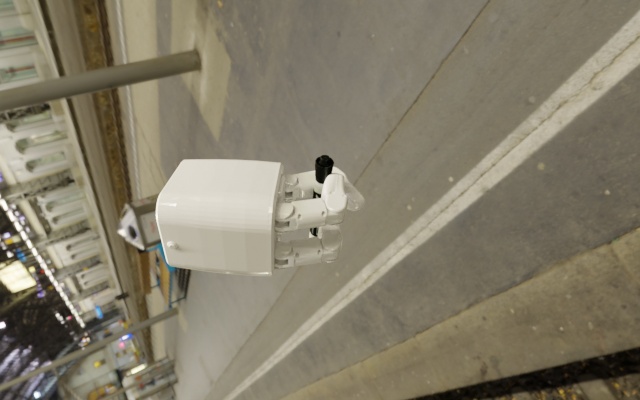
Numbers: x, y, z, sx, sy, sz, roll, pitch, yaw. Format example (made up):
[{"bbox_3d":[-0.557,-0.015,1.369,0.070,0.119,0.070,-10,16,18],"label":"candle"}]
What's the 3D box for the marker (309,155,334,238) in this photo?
[{"bbox_3d":[0.000,0.002,0.508,0.020,0.121,0.020,3,43,-3],"label":"marker"}]
